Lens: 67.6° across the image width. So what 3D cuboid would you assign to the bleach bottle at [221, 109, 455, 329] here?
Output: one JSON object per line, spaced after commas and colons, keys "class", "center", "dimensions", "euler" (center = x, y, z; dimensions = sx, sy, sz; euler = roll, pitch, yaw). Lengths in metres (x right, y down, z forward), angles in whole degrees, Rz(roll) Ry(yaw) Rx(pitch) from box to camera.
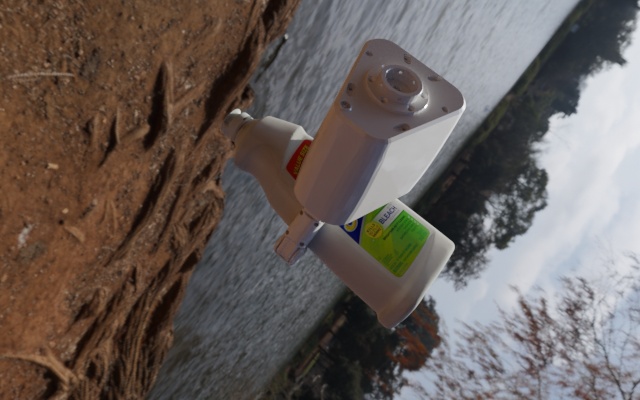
{"class": "bleach bottle", "center": [0.000, 0.001, 0.459], "dimensions": [0.102, 0.251, 0.068], "euler": [-45, -11, -35]}
